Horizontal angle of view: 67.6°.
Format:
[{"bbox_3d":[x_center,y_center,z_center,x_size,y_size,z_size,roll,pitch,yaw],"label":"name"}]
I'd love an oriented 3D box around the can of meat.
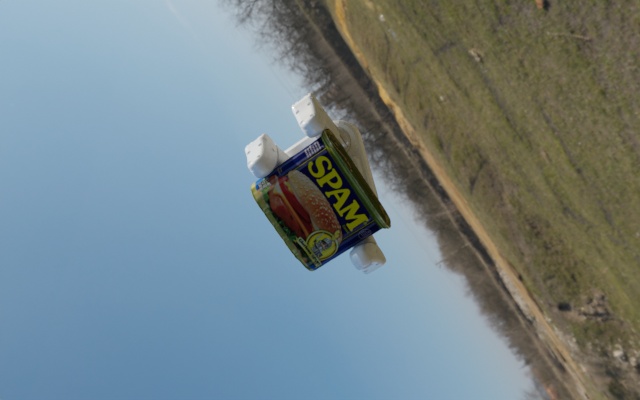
[{"bbox_3d":[0.000,0.002,0.427,0.084,0.102,0.057,-33,5,12],"label":"can of meat"}]
